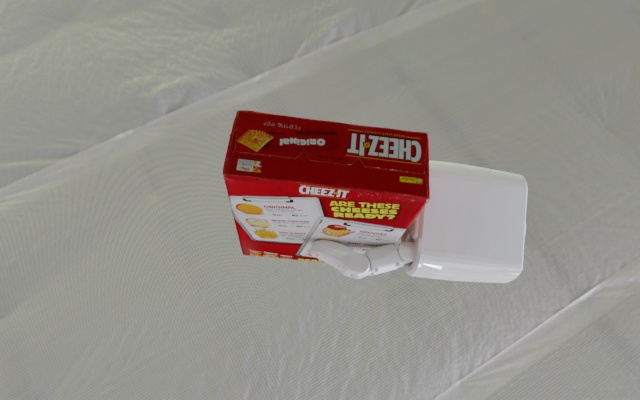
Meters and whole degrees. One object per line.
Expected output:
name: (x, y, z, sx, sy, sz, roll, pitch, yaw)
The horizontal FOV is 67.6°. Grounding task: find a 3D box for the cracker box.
cracker box: (0.000, 0.002, 0.477, 0.164, 0.072, 0.214, 6, -24, -2)
